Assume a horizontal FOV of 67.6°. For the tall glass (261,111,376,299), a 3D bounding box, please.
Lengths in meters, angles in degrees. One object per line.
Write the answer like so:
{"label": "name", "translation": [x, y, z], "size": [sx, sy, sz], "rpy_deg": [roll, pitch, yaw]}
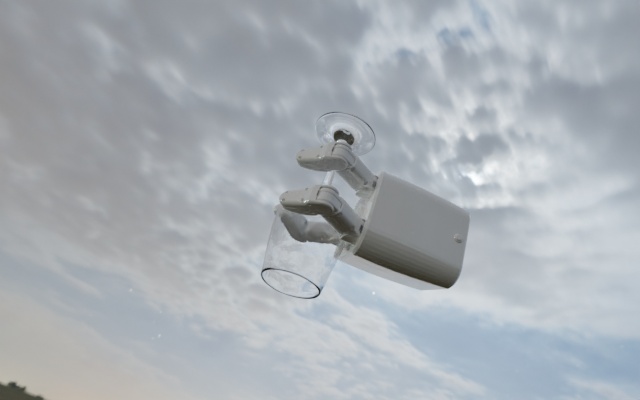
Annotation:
{"label": "tall glass", "translation": [0.000, 0.001, 0.513], "size": [0.079, 0.201, 0.079], "rpy_deg": [15, -32, 9]}
